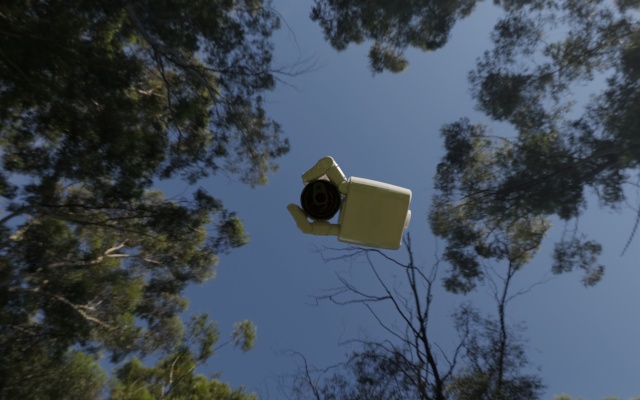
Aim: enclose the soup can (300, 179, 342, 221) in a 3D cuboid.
[{"bbox_3d":[0.000,0.003,0.829,0.068,0.068,0.102,0,-5,-1],"label":"soup can"}]
